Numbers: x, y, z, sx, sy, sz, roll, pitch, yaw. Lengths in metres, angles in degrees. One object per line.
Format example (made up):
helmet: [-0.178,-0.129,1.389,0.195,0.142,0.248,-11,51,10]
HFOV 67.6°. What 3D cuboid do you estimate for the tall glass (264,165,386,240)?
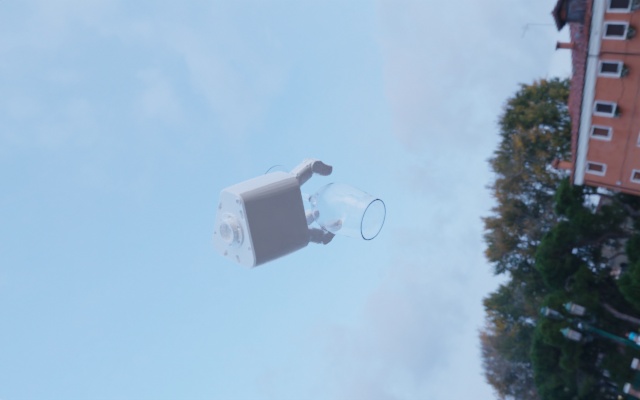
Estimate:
tall glass: [0.000,0.002,0.736,0.201,0.079,0.079,18,11,37]
